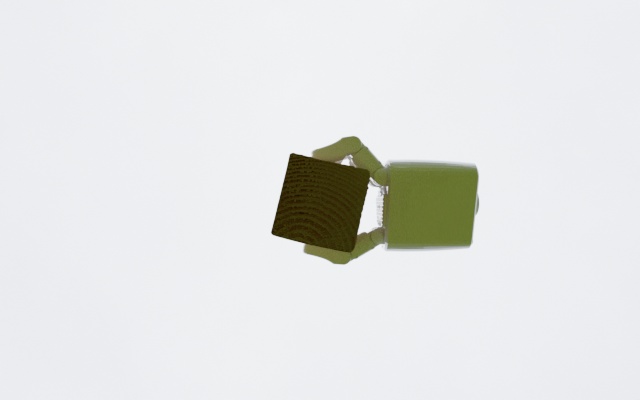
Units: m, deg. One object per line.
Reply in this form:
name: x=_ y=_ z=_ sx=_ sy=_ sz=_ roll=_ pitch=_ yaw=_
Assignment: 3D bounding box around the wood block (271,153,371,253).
wood block: x=0.000 y=0.002 z=0.594 sx=0.090 sy=0.091 sz=0.206 roll=13 pitch=0 yaw=0
